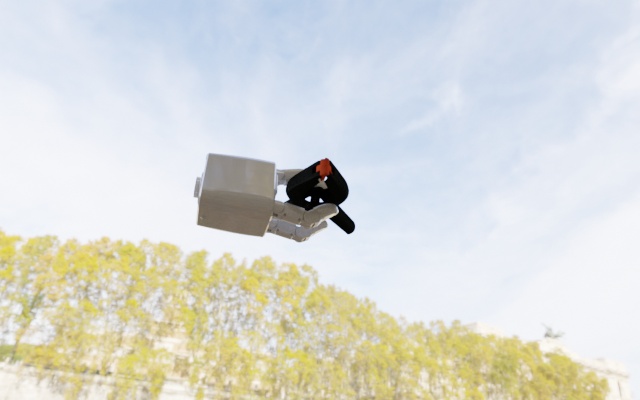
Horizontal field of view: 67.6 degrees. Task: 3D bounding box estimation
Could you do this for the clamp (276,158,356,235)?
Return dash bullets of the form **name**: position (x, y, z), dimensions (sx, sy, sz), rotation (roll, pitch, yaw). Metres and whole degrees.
- **clamp**: position (0.000, 0.001, 0.745), dimensions (0.164, 0.036, 0.210), rotation (7, -29, -14)
